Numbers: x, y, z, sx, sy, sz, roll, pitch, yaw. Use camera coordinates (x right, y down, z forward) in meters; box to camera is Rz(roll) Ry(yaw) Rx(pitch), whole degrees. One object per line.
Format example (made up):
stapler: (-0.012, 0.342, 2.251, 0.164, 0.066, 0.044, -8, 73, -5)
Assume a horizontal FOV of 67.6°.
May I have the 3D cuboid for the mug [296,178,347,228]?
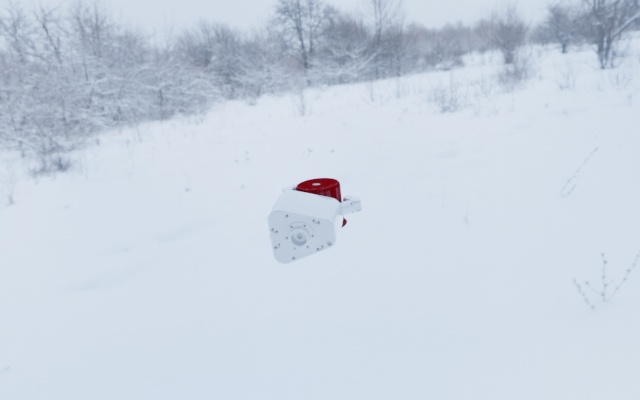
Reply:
mug: (0.000, 0.002, 0.894, 0.093, 0.081, 0.117, -5, 17, 6)
